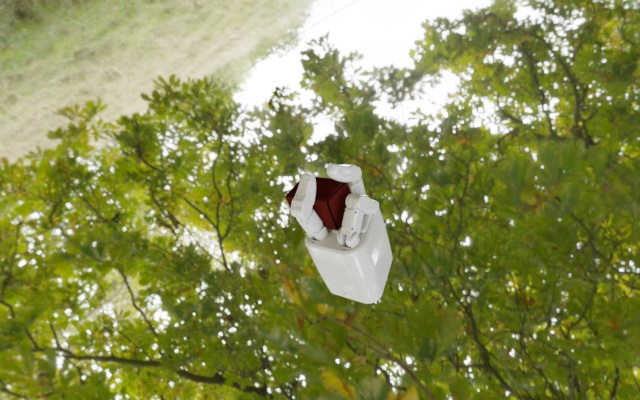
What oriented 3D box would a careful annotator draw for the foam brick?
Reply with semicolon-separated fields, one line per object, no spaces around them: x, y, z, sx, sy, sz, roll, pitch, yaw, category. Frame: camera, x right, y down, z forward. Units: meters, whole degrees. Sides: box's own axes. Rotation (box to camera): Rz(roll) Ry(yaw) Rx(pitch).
0.000;0.002;0.677;0.078;0.051;0.053;9;44;39;foam brick
